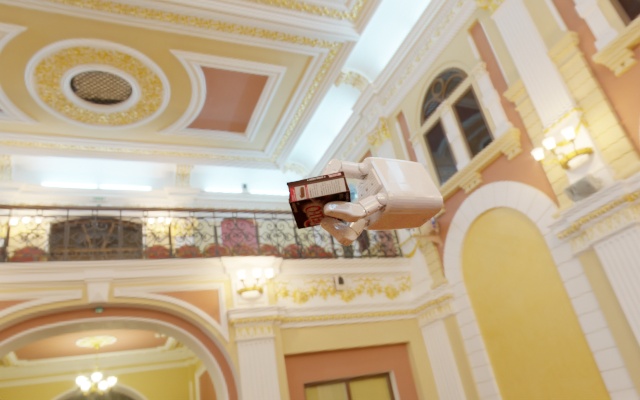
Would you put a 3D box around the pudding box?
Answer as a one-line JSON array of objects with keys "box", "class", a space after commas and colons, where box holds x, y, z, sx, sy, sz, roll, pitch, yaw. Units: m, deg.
[{"box": [0.000, 0.002, 0.728, 0.090, 0.039, 0.113, -12, -26, 0], "class": "pudding box"}]
